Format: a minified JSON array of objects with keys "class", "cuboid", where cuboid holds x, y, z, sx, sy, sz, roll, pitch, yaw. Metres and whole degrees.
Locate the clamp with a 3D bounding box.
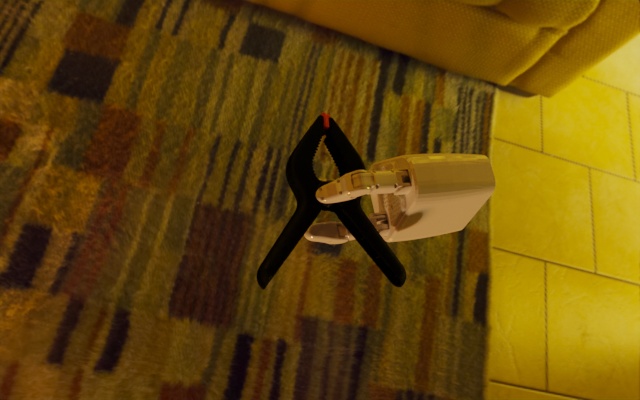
[{"class":"clamp","cuboid":[0.000,0.001,0.530,0.164,0.210,0.036,-4,-18,-20]}]
